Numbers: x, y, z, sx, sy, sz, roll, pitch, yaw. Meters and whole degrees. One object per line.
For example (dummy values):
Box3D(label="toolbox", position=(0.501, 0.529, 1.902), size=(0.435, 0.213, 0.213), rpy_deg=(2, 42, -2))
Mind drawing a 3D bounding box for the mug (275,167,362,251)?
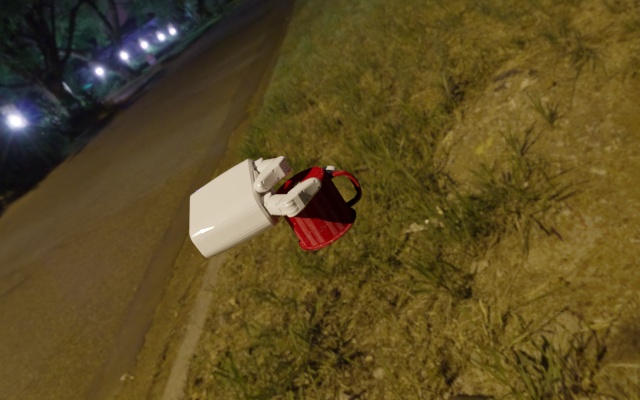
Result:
Box3D(label="mug", position=(0.001, 0.001, 0.652), size=(0.117, 0.081, 0.093), rpy_deg=(-30, 23, 7))
